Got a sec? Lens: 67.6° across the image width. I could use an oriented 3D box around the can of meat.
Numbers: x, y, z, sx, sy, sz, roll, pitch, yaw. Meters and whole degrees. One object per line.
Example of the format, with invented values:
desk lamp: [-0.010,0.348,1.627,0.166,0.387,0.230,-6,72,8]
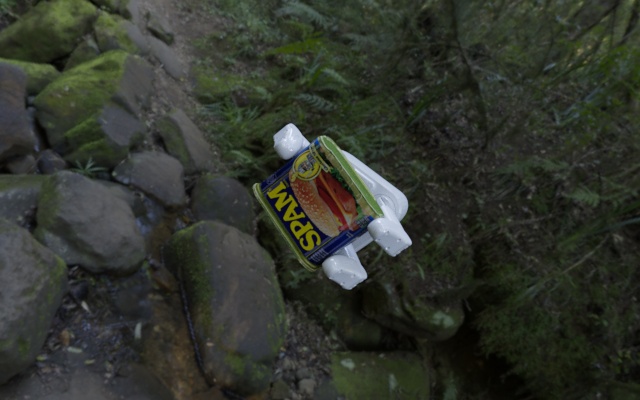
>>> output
can of meat: [0.000,0.001,0.454,0.084,0.102,0.057,-37,-11,14]
